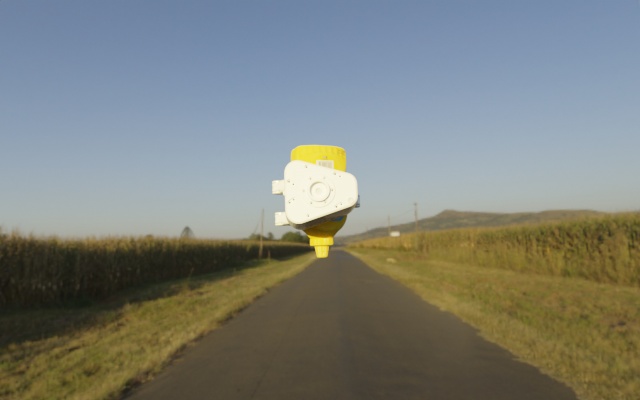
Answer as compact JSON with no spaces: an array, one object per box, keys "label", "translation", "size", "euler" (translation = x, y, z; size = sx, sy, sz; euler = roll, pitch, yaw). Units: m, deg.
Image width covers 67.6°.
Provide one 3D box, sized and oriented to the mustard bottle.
[{"label":"mustard bottle","translation":[0.000,0.003,0.832],"size":[0.096,0.191,0.058],"euler":[1,-7,-25]}]
